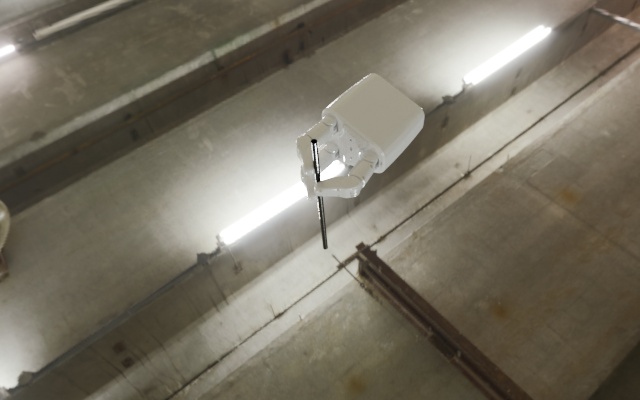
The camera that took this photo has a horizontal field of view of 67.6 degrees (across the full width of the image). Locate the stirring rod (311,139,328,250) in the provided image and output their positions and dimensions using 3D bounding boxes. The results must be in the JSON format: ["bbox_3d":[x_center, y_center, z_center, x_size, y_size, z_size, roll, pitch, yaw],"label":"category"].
[{"bbox_3d":[0.000,0.002,0.664,0.011,0.011,0.240,0,-37,5],"label":"stirring rod"}]
